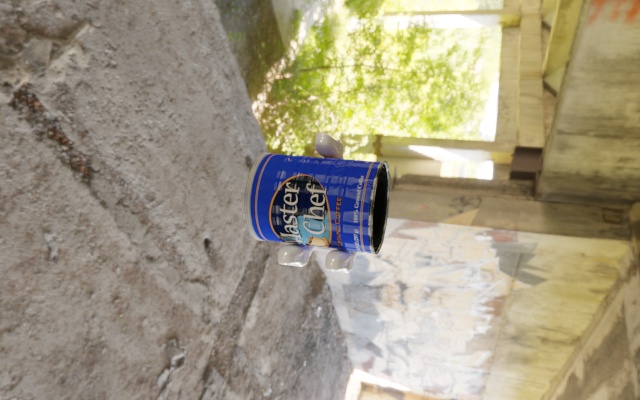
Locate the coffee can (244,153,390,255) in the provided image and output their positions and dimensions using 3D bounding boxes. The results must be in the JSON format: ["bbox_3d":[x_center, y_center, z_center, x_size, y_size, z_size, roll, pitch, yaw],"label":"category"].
[{"bbox_3d":[0.000,0.002,0.538,0.140,0.103,0.103,6,2,17],"label":"coffee can"}]
